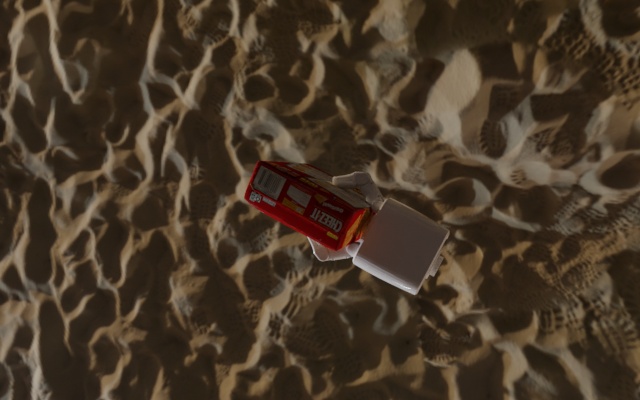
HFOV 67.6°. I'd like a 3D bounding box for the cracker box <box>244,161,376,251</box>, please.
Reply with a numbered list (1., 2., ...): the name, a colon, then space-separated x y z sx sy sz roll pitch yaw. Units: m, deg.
1. cracker box: 0.000 0.002 0.765 0.164 0.072 0.213 28 11 16
